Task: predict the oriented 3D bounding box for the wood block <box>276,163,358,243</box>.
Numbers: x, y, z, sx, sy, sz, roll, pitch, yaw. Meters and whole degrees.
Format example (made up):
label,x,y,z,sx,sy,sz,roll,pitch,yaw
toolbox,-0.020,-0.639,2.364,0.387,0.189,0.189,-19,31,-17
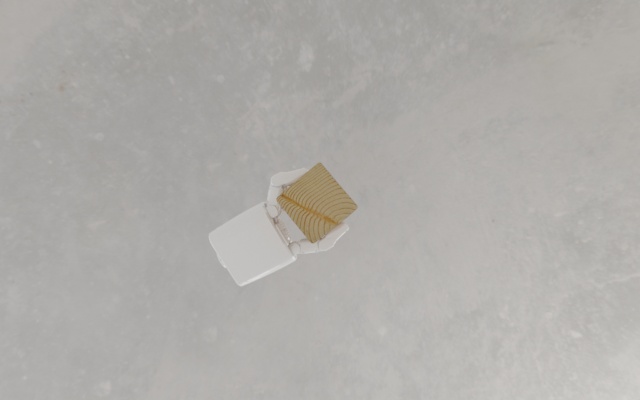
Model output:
label,x,y,z,sx,sy,sz,roll,pitch,yaw
wood block,0.000,0.003,0.806,0.090,0.091,0.206,-39,-1,3
